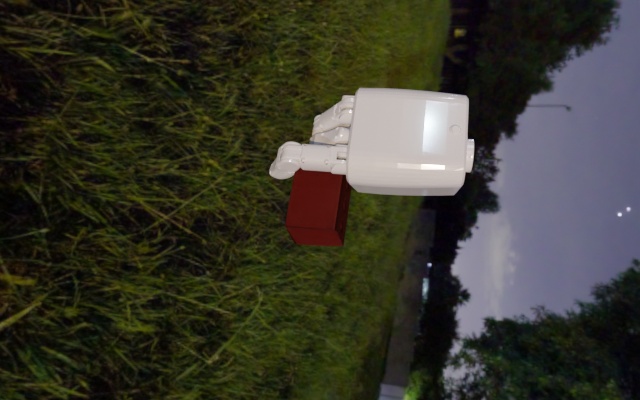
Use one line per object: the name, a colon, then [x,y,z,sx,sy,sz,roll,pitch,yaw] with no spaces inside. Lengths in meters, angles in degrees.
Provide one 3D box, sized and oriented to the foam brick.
foam brick: [0.000,0.002,0.477,0.051,0.078,0.053,5,-21,11]
